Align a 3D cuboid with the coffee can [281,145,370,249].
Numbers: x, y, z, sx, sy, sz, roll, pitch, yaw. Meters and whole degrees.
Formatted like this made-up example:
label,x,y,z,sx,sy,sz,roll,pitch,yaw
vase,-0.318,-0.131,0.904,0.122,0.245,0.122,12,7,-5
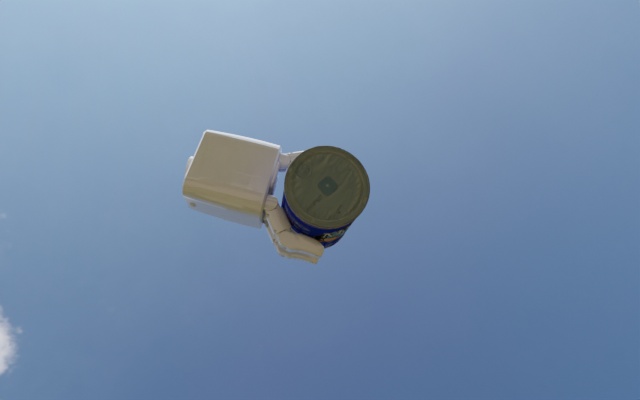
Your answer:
label,x,y,z,sx,sy,sz,roll,pitch,yaw
coffee can,0.000,0.002,0.627,0.103,0.102,0.140,0,-17,-7
